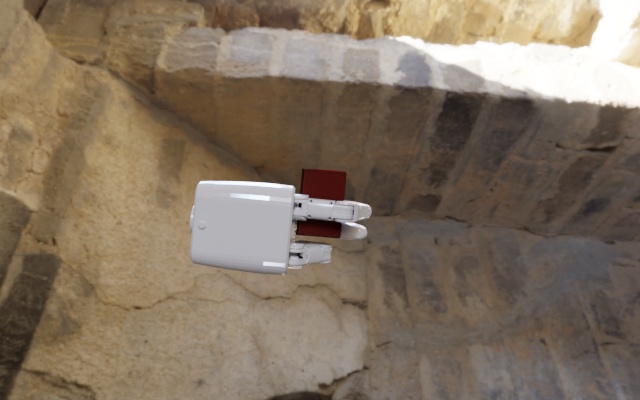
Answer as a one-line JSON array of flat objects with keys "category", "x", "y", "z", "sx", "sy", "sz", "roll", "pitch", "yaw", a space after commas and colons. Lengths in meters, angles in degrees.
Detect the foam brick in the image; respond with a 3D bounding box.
[{"category": "foam brick", "x": 0.000, "y": 0.002, "z": 0.558, "sx": 0.051, "sy": 0.078, "sz": 0.053, "roll": 6, "pitch": 3, "yaw": -2}]
